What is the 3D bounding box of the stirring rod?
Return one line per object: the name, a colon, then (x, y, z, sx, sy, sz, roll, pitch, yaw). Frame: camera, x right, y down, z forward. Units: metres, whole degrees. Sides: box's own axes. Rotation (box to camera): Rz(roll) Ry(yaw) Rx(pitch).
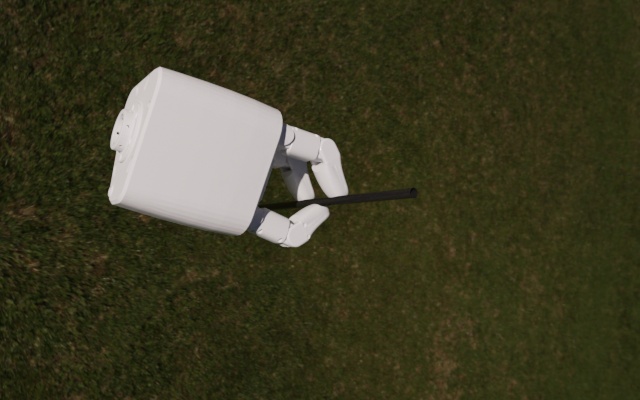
stirring rod: (0.000, 0.002, 0.462, 0.011, 0.011, 0.239, 0, -4, -37)
